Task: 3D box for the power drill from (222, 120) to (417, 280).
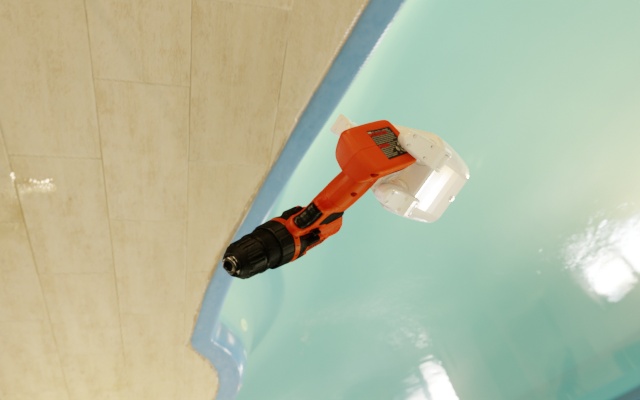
[{"bbox_3d":[0.001,0.001,0.496,0.188,0.057,0.184,-44,-11,36],"label":"power drill"}]
